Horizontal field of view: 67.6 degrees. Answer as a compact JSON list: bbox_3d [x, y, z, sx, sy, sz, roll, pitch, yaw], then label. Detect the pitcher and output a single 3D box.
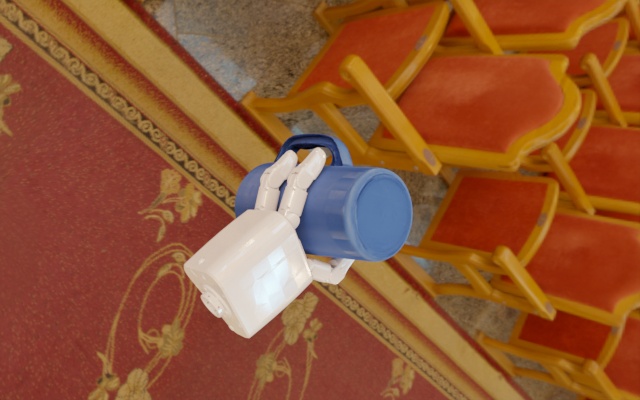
[{"bbox_3d":[0.000,0.002,0.632,0.145,0.149,0.243,-40,25,-29],"label":"pitcher"}]
